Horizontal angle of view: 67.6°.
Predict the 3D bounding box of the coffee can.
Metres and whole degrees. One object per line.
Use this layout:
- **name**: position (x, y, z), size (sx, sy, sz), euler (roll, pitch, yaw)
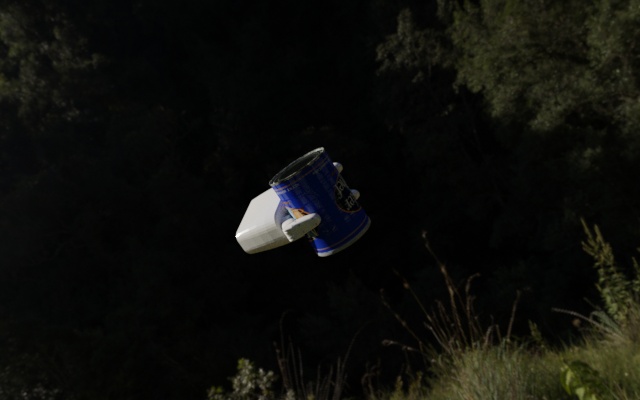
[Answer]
- **coffee can**: position (0.000, 0.003, 0.756), size (0.103, 0.140, 0.102), euler (-31, 14, 9)
